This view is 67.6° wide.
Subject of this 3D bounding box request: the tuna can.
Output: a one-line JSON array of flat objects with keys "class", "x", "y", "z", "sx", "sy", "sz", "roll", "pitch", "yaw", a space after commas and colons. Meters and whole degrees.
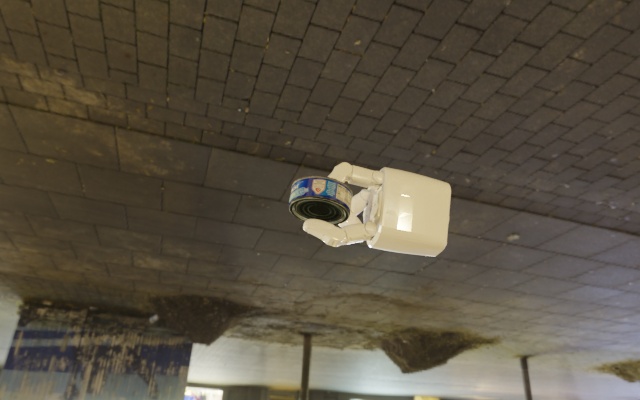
[{"class": "tuna can", "x": 0.000, "y": 0.003, "z": 0.653, "sx": 0.086, "sy": 0.033, "sz": 0.086, "roll": 7, "pitch": -28, "yaw": 4}]
